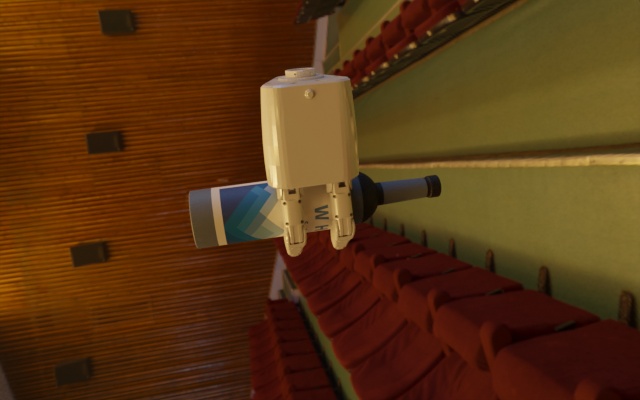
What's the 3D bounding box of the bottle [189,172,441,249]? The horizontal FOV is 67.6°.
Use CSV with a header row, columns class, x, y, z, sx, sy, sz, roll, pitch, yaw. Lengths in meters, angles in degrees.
class,x,y,z,sx,sy,sz,roll,pitch,yaw
bottle,0.000,0.002,0.566,0.296,0.069,0.069,-8,1,-9
